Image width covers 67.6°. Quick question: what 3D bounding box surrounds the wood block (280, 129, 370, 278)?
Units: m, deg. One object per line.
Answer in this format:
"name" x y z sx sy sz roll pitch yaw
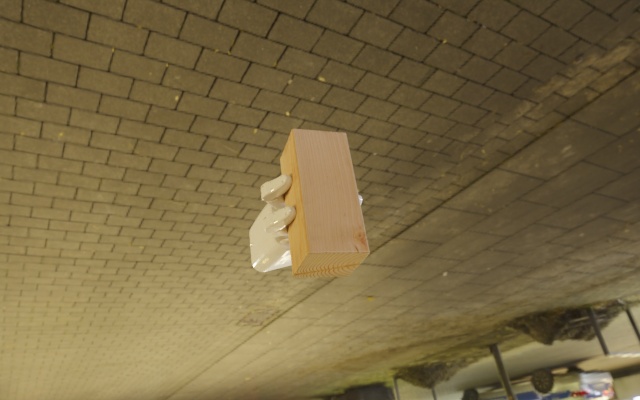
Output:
"wood block" 0.000 0.003 0.719 0.091 0.206 0.090 2 -31 -19
